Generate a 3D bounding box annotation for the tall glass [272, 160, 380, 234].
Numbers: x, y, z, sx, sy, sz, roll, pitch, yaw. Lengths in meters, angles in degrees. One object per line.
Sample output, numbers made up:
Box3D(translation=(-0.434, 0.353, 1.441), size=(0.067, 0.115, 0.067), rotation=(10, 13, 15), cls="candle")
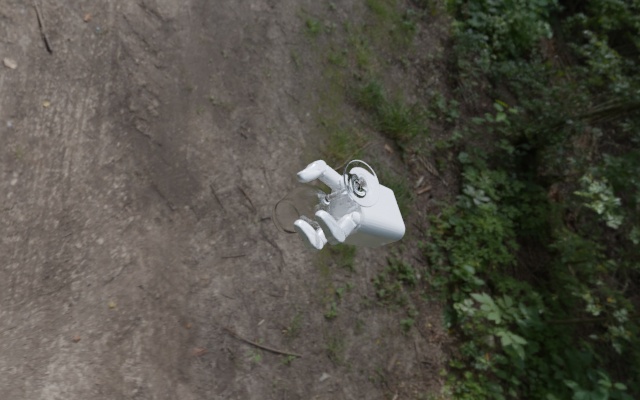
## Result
Box3D(translation=(0.000, 0.002, 0.783), size=(0.079, 0.079, 0.201), rotation=(0, -16, -41), cls="tall glass")
